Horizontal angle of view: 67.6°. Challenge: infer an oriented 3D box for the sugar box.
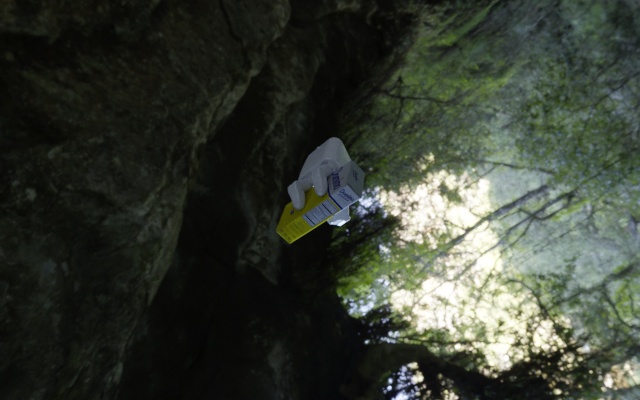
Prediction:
[{"bbox_3d":[0.000,0.003,0.891,0.176,0.048,0.093,-37,20,27],"label":"sugar box"}]
